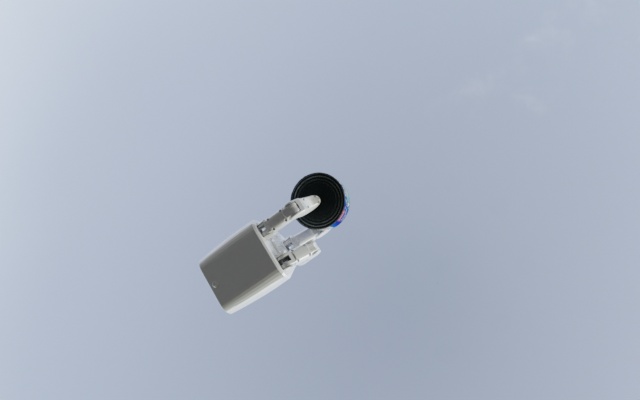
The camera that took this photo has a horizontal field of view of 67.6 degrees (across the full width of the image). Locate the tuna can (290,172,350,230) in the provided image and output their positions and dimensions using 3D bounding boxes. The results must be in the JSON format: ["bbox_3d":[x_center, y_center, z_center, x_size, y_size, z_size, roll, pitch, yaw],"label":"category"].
[{"bbox_3d":[0.000,0.002,0.721,0.086,0.086,0.034,0,-6,18],"label":"tuna can"}]
